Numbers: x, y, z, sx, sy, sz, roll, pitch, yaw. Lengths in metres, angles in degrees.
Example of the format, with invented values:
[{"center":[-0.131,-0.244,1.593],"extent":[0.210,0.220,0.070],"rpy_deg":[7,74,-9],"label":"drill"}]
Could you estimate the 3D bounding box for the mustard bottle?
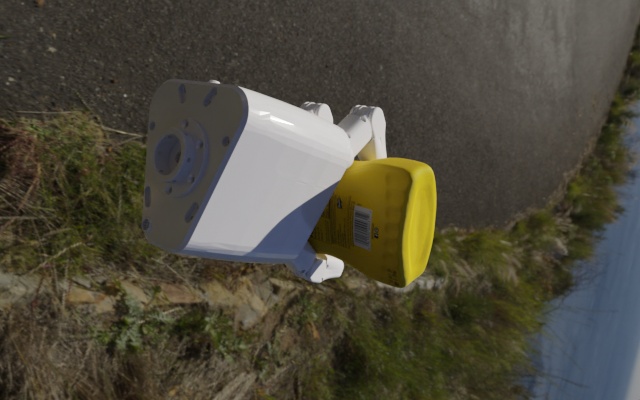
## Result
[{"center":[0.000,0.001,0.410],"extent":[0.191,0.096,0.058],"rpy_deg":[15,26,36],"label":"mustard bottle"}]
